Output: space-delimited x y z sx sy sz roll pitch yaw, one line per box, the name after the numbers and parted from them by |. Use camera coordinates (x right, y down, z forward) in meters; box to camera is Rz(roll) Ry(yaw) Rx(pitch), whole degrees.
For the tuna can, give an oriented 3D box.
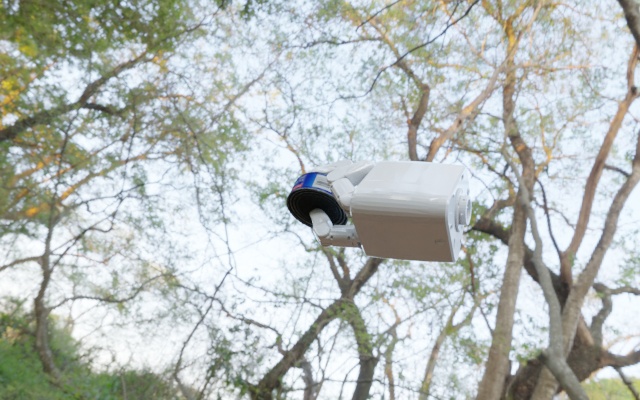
0.000 0.002 0.639 0.086 0.033 0.086 14 -38 11 | tuna can
